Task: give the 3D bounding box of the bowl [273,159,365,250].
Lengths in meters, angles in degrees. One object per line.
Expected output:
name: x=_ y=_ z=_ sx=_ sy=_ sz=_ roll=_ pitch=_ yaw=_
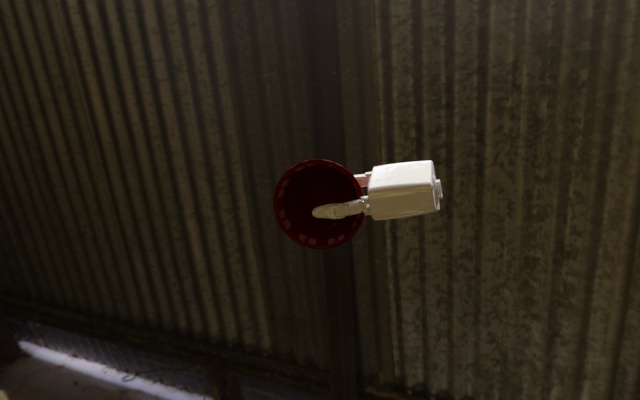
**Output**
bowl: x=-0.001 y=0.003 z=0.850 sx=0.162 sy=0.162 sz=0.055 roll=0 pitch=14 yaw=8
